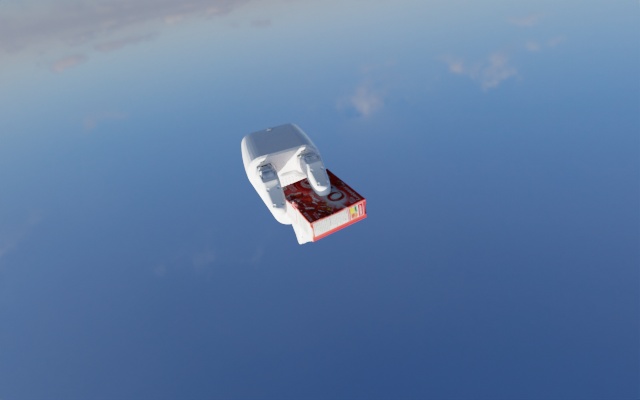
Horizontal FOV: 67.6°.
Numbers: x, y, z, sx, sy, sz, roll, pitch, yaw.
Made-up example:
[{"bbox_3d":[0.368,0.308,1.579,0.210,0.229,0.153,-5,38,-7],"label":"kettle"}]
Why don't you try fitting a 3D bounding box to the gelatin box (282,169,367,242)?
[{"bbox_3d":[0.000,0.002,0.564,0.073,0.030,0.089,-23,38,-20],"label":"gelatin box"}]
